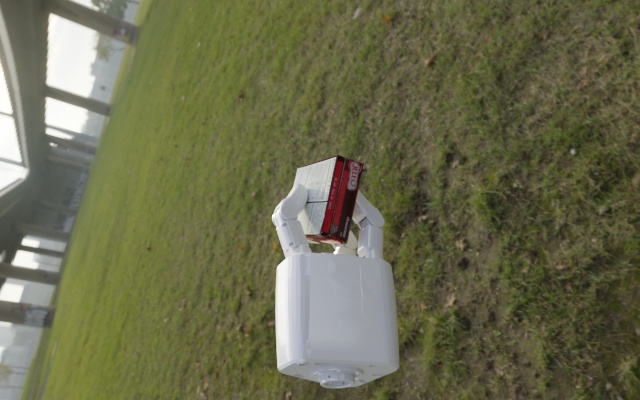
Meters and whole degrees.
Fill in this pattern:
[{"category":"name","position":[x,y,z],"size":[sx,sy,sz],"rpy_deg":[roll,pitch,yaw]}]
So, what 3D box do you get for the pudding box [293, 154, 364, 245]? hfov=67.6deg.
[{"category":"pudding box","position":[0.000,0.002,0.543],"size":[0.039,0.090,0.113],"rpy_deg":[18,-11,-25]}]
